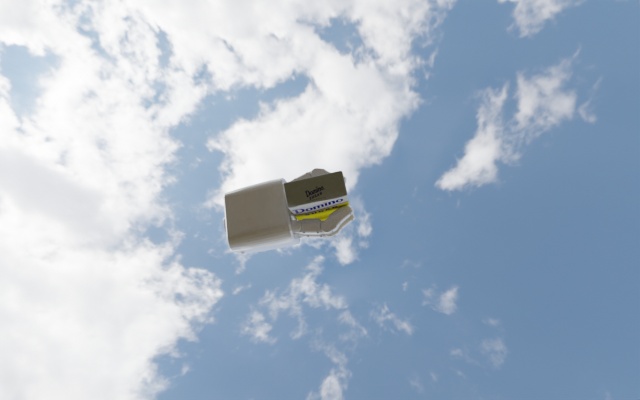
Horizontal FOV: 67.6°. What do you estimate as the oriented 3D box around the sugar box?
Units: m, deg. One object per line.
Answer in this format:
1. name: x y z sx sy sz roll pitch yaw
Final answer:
1. sugar box: 0.000 0.003 0.788 0.093 0.048 0.176 -12 -11 3
